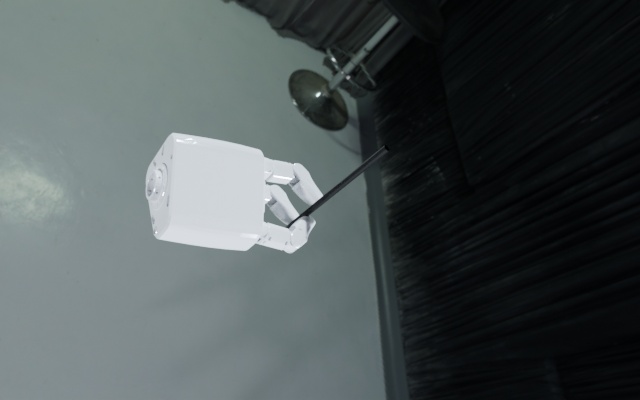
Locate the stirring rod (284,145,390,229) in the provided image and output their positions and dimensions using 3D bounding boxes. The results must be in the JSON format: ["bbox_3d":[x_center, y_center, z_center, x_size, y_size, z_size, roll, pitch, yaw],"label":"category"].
[{"bbox_3d":[0.000,0.002,0.578,0.011,0.011,0.240,0,-28,-41],"label":"stirring rod"}]
